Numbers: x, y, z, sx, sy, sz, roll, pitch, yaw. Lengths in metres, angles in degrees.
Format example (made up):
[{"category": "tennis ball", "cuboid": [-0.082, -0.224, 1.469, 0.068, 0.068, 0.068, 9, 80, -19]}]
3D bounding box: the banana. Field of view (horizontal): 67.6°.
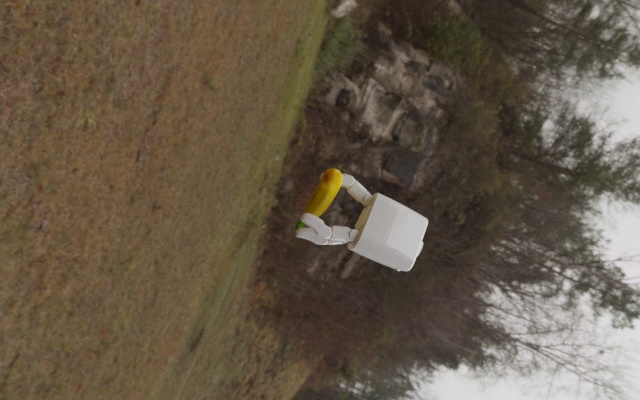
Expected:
[{"category": "banana", "cuboid": [0.006, -0.010, 0.820, 0.037, 0.069, 0.198, 28, -33, -1]}]
